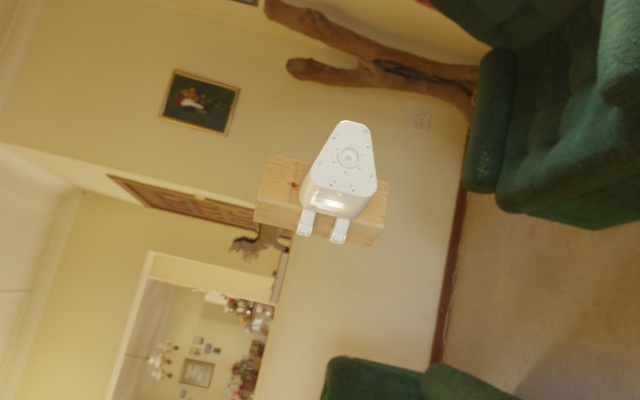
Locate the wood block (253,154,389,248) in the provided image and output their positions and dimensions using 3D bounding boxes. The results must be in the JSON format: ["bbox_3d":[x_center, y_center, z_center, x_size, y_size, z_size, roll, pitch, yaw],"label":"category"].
[{"bbox_3d":[0.000,0.002,0.804,0.206,0.090,0.090,14,-29,-5],"label":"wood block"}]
